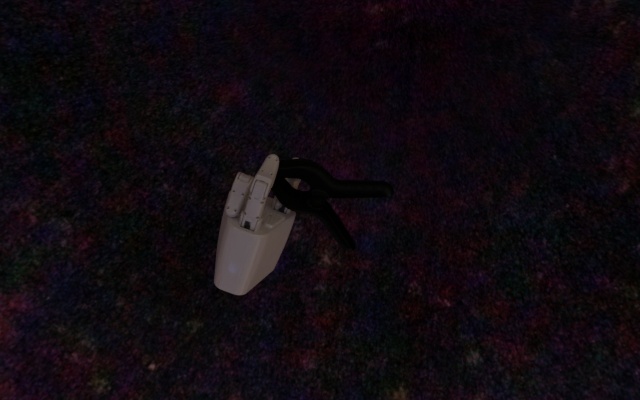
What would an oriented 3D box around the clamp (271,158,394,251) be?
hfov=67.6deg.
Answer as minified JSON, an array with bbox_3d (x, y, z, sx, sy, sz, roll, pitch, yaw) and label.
[{"bbox_3d":[0.000,0.002,0.645,0.171,0.120,0.039,20,26,-1],"label":"clamp"}]
